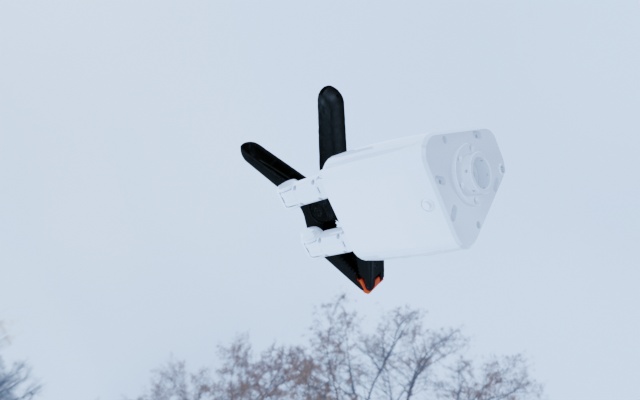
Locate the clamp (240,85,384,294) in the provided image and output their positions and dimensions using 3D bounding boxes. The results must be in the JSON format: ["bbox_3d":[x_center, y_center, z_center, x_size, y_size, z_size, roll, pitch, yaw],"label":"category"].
[{"bbox_3d":[0.001,0.002,0.500,0.036,0.210,0.164,-34,15,-38],"label":"clamp"}]
